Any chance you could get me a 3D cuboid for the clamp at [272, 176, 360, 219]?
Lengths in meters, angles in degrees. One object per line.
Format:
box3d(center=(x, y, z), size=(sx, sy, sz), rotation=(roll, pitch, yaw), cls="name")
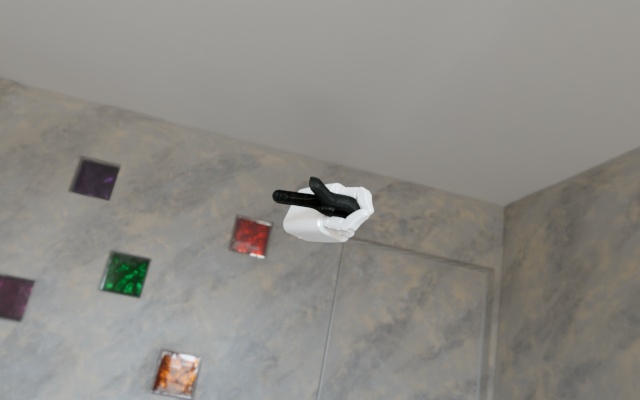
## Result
box3d(center=(0.000, 0.002, 0.871), size=(0.120, 0.039, 0.171), rotation=(-5, -24, 42), cls="clamp")
